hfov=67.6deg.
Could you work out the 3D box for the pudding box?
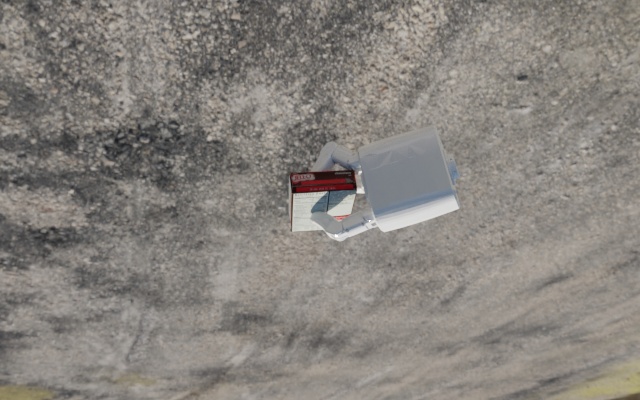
[{"bbox_3d":[0.000,0.002,0.679,0.090,0.039,0.114,-2,-33,-6],"label":"pudding box"}]
